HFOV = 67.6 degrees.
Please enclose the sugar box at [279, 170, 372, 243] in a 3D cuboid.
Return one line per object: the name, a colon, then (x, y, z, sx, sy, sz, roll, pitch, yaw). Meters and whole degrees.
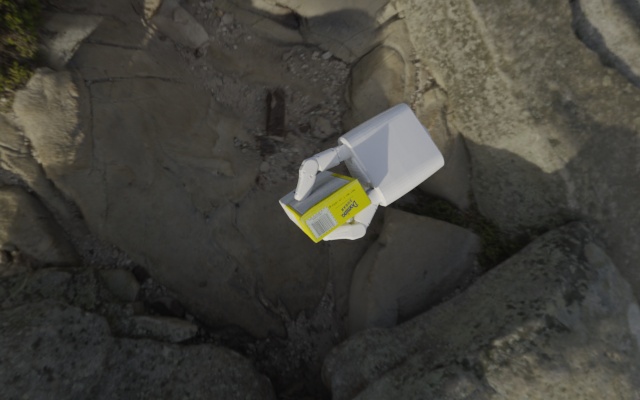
sugar box: (0.001, 0.003, 0.691, 0.093, 0.048, 0.176, -34, 12, -6)
